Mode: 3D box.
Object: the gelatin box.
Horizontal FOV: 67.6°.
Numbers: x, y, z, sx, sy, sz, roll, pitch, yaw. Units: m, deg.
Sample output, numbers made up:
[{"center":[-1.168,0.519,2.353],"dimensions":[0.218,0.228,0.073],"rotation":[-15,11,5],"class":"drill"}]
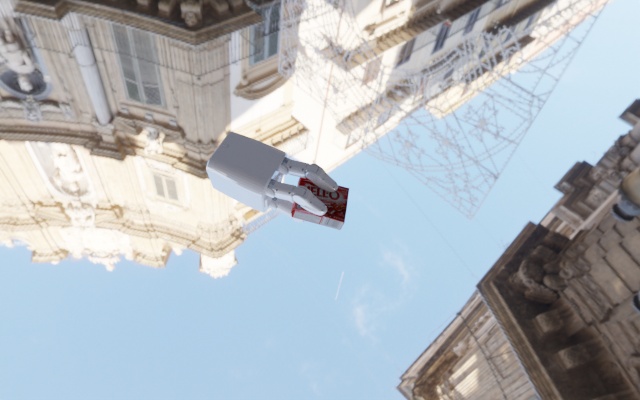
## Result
[{"center":[0.000,0.003,0.804],"dimensions":[0.089,0.073,0.030],"rotation":[16,-37,-7],"class":"gelatin box"}]
